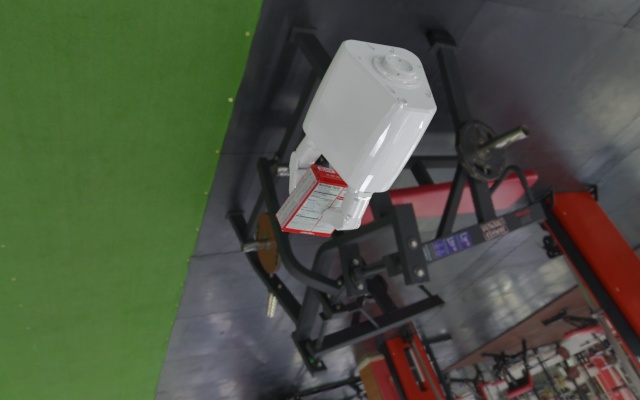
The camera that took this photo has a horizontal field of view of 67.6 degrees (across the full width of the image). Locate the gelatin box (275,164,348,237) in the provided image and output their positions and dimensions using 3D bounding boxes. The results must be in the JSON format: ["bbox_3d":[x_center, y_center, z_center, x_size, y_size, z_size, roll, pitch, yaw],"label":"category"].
[{"bbox_3d":[0.000,0.002,0.568,0.073,0.030,0.089,10,-50,-38],"label":"gelatin box"}]
